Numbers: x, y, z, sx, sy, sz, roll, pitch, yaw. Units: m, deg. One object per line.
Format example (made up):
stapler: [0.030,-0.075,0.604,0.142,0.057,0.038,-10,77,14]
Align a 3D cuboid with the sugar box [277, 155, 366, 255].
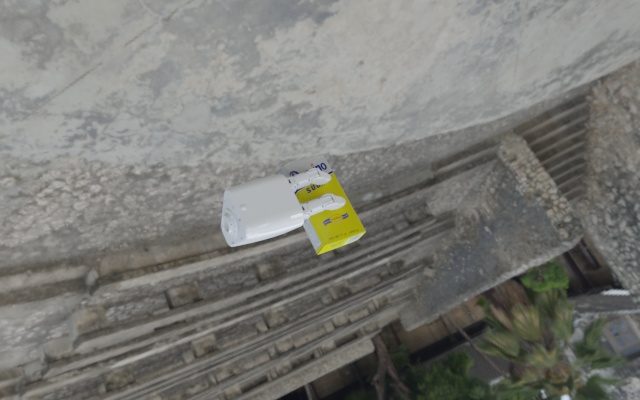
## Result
sugar box: [0.000,0.003,0.874,0.093,0.176,0.048,-16,-21,-30]
